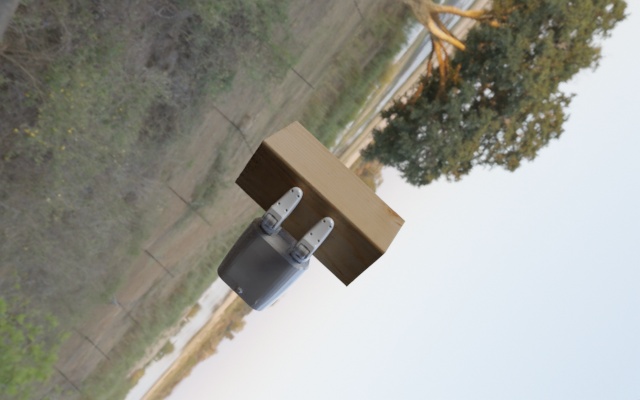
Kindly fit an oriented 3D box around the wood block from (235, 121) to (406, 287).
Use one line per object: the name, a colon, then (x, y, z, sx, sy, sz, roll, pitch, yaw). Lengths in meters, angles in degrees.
wood block: (0.000, 0.002, 0.649, 0.090, 0.206, 0.090, -49, -3, 37)
